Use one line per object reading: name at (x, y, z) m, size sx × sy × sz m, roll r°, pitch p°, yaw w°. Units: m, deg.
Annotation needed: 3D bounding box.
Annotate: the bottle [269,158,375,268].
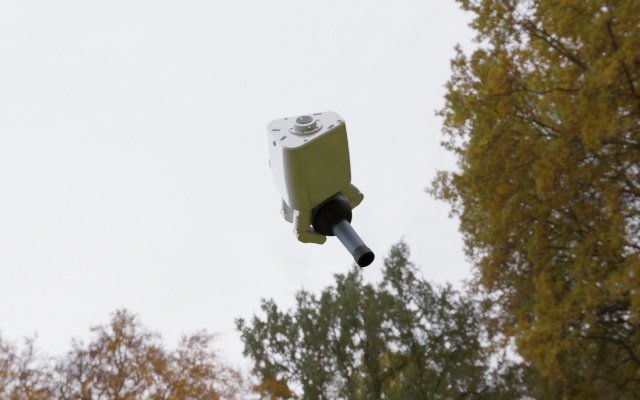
bottle at (0.000, 0.002, 0.750) m, size 0.069 × 0.069 × 0.295 m, roll 0°, pitch 32°, yaw -30°
